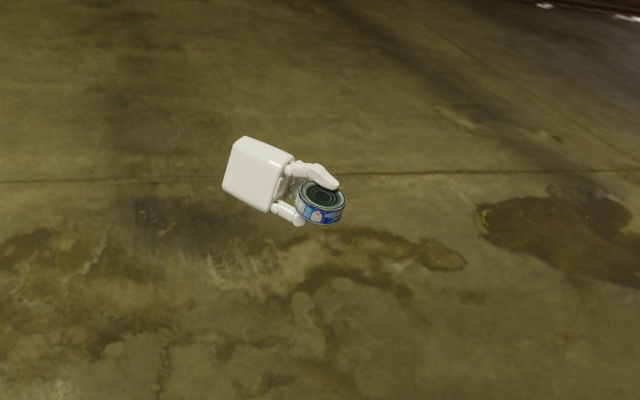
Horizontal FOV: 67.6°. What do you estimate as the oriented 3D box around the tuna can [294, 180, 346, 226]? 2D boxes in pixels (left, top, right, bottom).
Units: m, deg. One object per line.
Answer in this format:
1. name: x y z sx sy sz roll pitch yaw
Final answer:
1. tuna can: 0.000 0.002 0.823 0.086 0.034 0.086 12 36 -9
